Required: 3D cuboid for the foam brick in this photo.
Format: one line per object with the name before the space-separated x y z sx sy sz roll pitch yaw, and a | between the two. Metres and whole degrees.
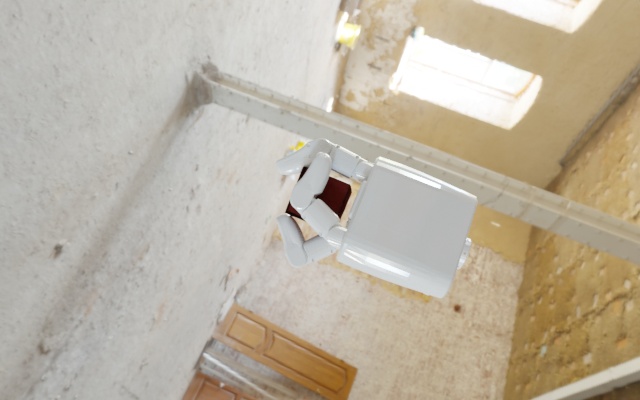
foam brick | 0.000 0.002 0.508 0.051 0.053 0.078 22 -2 6
